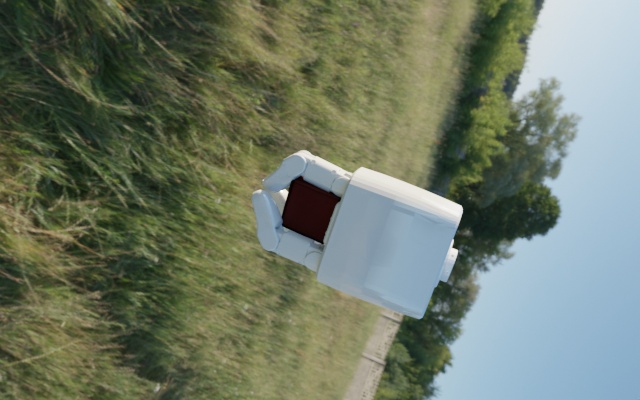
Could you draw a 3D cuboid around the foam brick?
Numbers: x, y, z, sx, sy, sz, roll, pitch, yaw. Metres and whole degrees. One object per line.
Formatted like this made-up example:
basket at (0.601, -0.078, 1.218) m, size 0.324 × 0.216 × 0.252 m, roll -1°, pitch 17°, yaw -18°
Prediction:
foam brick at (0.000, 0.001, 0.499) m, size 0.051 × 0.053 × 0.078 m, roll 22°, pitch 24°, yaw 12°
